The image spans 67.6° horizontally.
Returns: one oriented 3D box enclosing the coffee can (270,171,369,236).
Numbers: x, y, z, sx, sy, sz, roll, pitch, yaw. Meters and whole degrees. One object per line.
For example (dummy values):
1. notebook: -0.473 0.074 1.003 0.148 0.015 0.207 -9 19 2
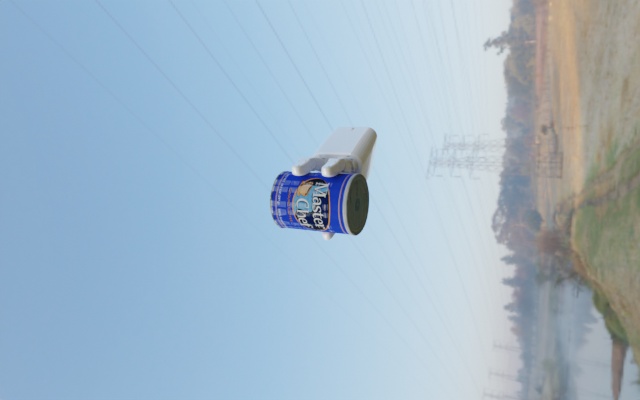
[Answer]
1. coffee can: 0.000 0.003 0.814 0.140 0.103 0.103 4 2 26
